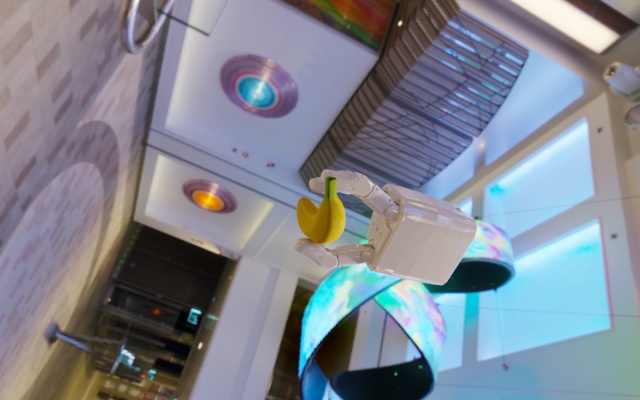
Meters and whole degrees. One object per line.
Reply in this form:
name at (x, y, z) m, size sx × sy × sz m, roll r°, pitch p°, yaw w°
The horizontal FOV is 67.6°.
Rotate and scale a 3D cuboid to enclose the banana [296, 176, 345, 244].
banana at (0.000, 0.020, 0.593) m, size 0.037 × 0.069 × 0.198 m, roll 6°, pitch -8°, yaw -13°
